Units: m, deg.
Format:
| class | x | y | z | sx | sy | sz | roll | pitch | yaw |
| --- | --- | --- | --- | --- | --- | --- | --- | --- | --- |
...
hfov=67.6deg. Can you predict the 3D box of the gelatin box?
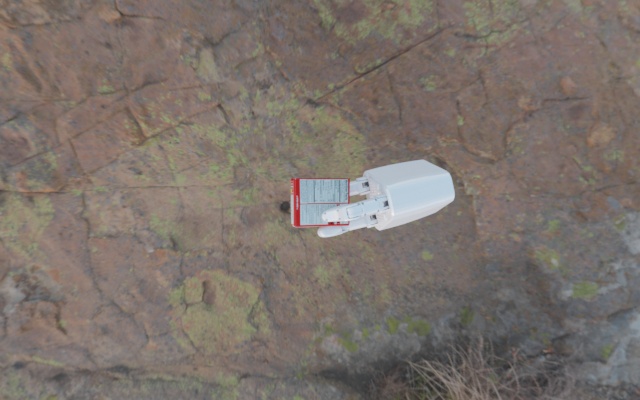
| class | x | y | z | sx | sy | sz | roll | pitch | yaw |
| --- | --- | --- | --- | --- | --- | --- | --- | --- | --- |
| gelatin box | 0.000 | 0.002 | 0.725 | 0.089 | 0.073 | 0.030 | -1 | 2 | -17 |
